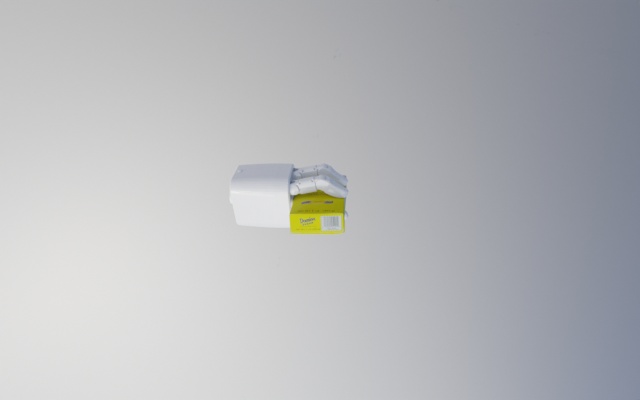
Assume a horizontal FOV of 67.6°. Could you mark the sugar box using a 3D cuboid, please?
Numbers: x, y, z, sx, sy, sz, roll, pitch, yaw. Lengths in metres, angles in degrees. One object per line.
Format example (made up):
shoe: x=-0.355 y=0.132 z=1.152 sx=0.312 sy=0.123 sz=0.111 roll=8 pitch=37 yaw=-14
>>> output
sugar box: x=0.000 y=0.002 z=0.868 sx=0.093 sy=0.048 sz=0.176 roll=0 pitch=27 yaw=4
